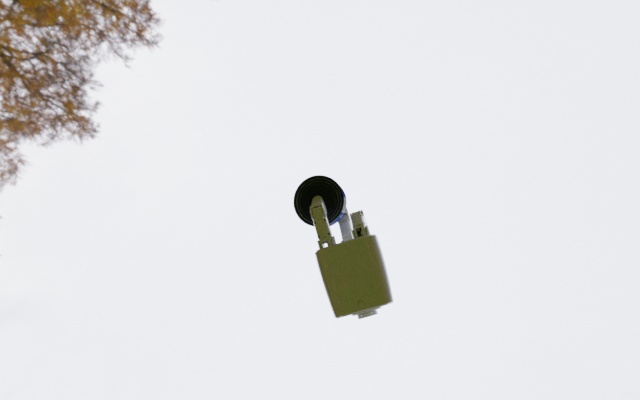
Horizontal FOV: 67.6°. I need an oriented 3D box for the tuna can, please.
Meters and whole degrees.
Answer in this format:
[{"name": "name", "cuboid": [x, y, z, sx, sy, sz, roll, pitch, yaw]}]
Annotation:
[{"name": "tuna can", "cuboid": [0.000, 0.003, 0.799, 0.086, 0.086, 0.034, 0, -7, 13]}]
